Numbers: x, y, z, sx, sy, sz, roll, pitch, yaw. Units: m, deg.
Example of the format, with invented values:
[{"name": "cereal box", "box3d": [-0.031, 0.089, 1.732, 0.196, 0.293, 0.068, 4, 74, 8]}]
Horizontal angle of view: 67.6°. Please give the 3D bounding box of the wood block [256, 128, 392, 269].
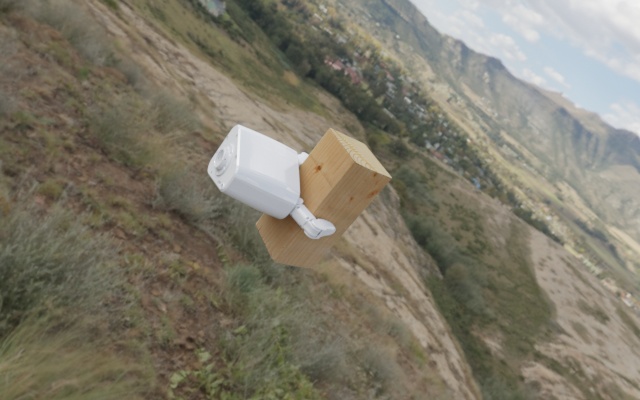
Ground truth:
[{"name": "wood block", "box3d": [0.000, 0.002, 0.756, 0.090, 0.206, 0.090, 18, 30, -43]}]
